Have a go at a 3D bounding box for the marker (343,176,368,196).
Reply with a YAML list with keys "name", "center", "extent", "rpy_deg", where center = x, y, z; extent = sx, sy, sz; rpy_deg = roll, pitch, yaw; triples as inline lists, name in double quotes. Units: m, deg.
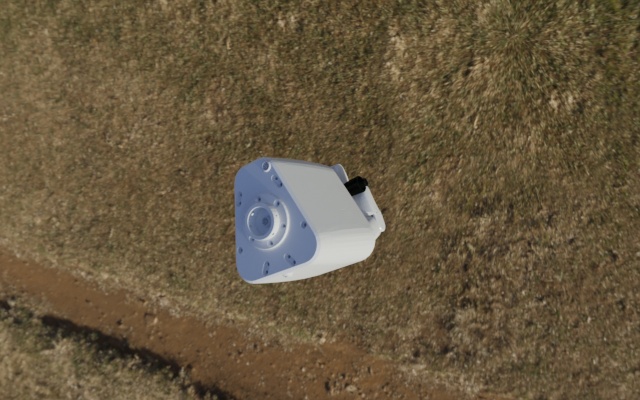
- name: "marker"
  center: [0.000, 0.002, 0.542]
  extent: [0.121, 0.020, 0.020]
  rpy_deg: [-24, -12, 27]
